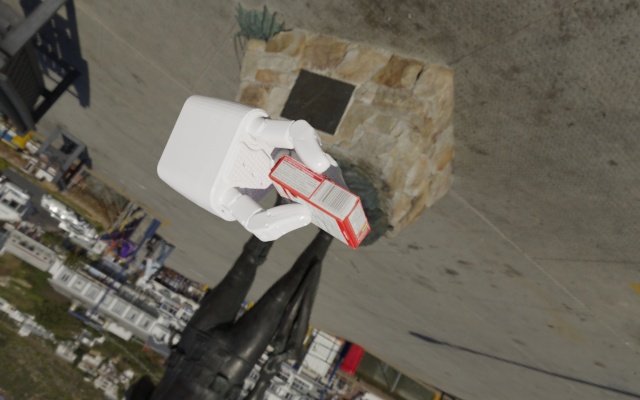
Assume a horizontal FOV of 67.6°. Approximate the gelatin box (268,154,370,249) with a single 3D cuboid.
[{"bbox_3d":[0.000,0.002,0.449,0.089,0.030,0.073,31,-14,24],"label":"gelatin box"}]
